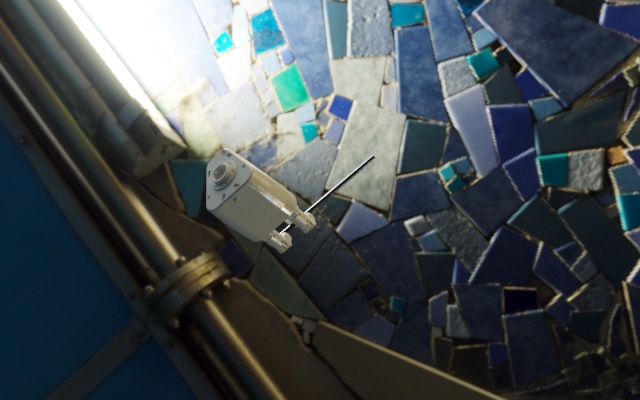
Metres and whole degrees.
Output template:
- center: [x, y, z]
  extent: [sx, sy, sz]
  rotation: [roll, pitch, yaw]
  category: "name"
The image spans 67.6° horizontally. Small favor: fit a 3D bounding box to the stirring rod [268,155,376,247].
- center: [0.000, 0.003, 0.822]
  extent: [0.239, 0.011, 0.011]
  rotation: [-40, -8, 10]
  category: "stirring rod"
